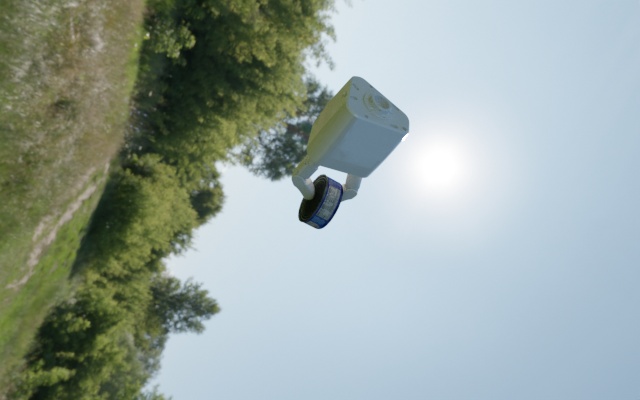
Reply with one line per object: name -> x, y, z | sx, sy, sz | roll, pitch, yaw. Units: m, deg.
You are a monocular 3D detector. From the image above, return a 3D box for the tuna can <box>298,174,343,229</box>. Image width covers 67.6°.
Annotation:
tuna can -> 0.001, 0.003, 0.770 | 0.034, 0.086, 0.086 | 27, -10, -20
